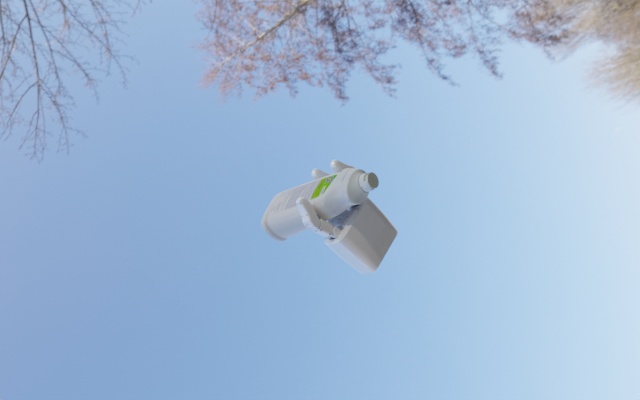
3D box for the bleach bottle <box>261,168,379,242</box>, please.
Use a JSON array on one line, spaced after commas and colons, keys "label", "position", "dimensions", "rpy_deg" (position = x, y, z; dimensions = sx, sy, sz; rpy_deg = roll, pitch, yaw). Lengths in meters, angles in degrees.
[{"label": "bleach bottle", "position": [0.000, 0.003, 0.871], "dimensions": [0.251, 0.102, 0.068], "rpy_deg": [-19, -54, 45]}]
